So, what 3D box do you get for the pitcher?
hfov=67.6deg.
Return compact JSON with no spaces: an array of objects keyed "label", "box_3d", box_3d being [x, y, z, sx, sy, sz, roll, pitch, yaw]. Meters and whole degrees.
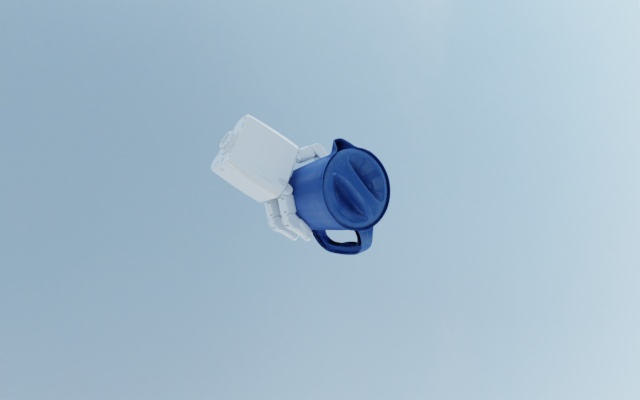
[{"label":"pitcher","box_3d":[0.000,0.003,0.838,0.145,0.149,0.243,33,-22,-24]}]
